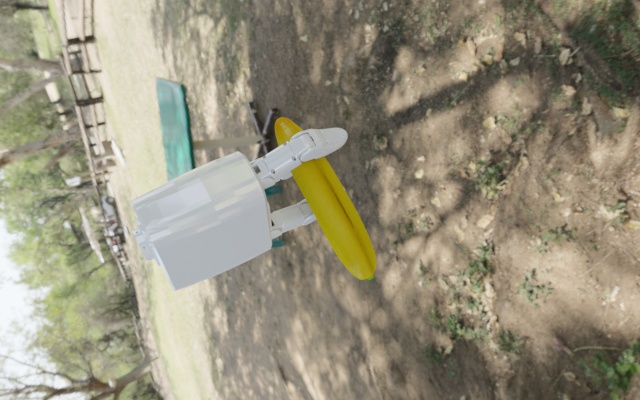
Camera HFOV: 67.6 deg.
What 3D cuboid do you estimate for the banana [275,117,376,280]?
[{"bbox_3d":[0.007,0.005,0.474,0.037,0.198,0.069,-30,8,-14],"label":"banana"}]
